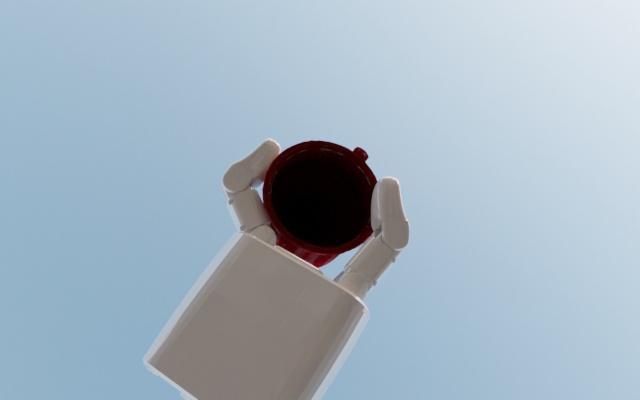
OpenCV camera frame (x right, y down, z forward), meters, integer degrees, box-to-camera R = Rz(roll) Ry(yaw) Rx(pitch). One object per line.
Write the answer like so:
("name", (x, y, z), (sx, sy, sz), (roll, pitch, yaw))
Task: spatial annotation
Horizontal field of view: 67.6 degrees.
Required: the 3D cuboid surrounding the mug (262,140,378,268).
("mug", (0.001, 0.000, 0.402), (0.093, 0.117, 0.081), (37, -25, 2))
